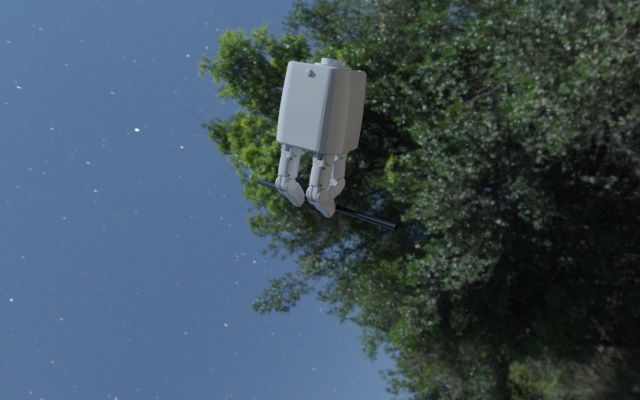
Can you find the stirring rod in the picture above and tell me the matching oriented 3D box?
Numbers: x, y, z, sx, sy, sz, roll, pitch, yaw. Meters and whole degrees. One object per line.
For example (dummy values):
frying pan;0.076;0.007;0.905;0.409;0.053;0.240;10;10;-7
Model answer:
stirring rod;0.000;0.002;0.668;0.239;0.011;0.011;19;10;33
